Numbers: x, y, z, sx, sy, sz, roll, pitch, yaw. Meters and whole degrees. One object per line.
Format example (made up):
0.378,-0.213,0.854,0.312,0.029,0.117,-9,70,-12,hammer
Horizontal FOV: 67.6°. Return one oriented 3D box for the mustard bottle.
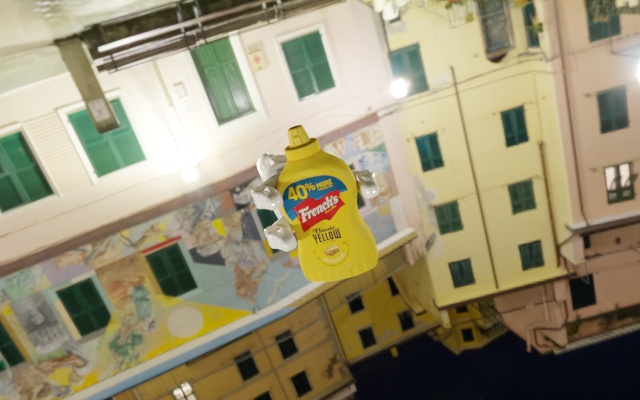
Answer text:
0.000,0.002,0.574,0.096,0.192,0.058,-14,20,13,mustard bottle
